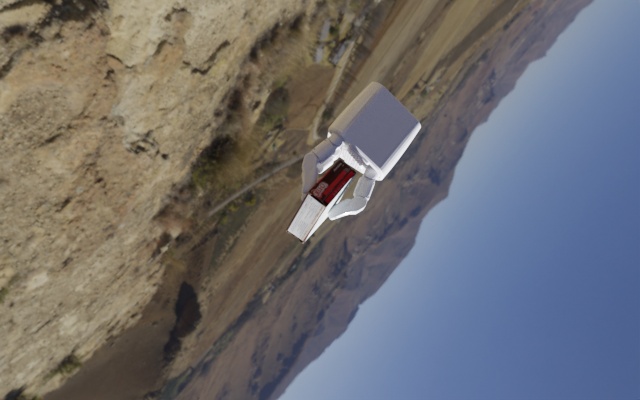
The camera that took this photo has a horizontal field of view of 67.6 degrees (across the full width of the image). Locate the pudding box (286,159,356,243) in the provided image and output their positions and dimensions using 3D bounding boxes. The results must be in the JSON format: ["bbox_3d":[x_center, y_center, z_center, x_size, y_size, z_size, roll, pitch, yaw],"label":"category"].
[{"bbox_3d":[0.000,0.002,0.724,0.090,0.039,0.114,-46,-9,-39],"label":"pudding box"}]
